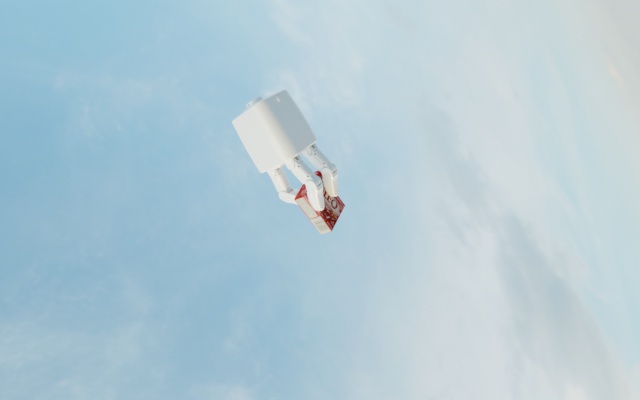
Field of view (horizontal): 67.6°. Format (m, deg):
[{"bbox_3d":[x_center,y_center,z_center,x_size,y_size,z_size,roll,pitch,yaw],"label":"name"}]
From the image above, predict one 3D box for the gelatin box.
[{"bbox_3d":[0.000,0.003,0.850,0.030,0.089,0.073,-17,29,37],"label":"gelatin box"}]
